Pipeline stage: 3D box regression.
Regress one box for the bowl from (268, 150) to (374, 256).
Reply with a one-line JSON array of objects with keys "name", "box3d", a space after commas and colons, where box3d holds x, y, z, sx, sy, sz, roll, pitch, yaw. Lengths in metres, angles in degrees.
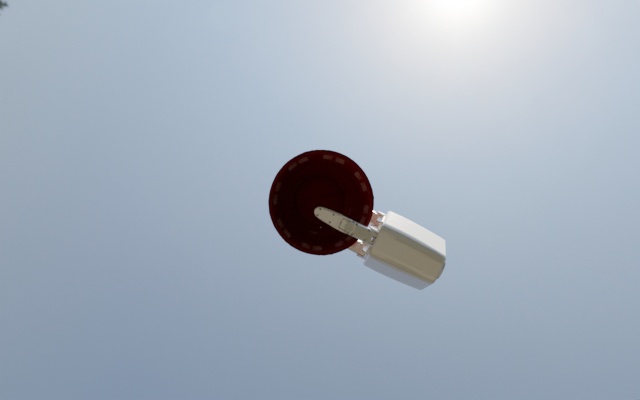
[{"name": "bowl", "box3d": [-0.001, 0.002, 0.751, 0.162, 0.162, 0.055, 0, 3, -3]}]
